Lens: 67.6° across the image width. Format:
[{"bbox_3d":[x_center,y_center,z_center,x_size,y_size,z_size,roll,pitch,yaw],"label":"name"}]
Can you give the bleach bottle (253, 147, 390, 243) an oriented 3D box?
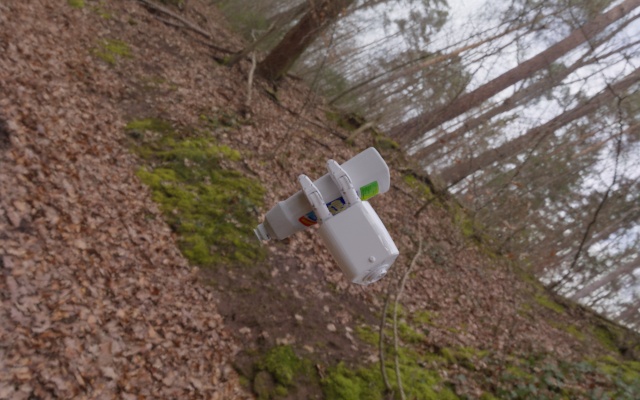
[{"bbox_3d":[0.000,0.003,0.843,0.251,0.068,0.103,-30,-23,-6],"label":"bleach bottle"}]
